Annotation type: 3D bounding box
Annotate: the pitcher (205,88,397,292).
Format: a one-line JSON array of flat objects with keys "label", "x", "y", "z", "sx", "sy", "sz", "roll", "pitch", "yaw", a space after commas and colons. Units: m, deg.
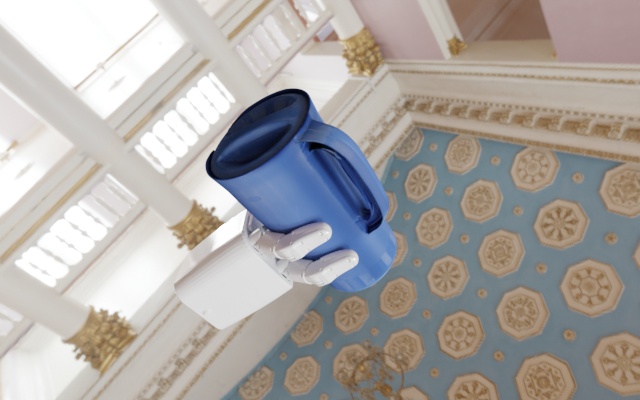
[{"label": "pitcher", "x": 0.000, "y": 0.002, "z": 0.550, "sx": 0.145, "sy": 0.243, "sz": 0.149, "roll": -34, "pitch": 36, "yaw": 8}]
